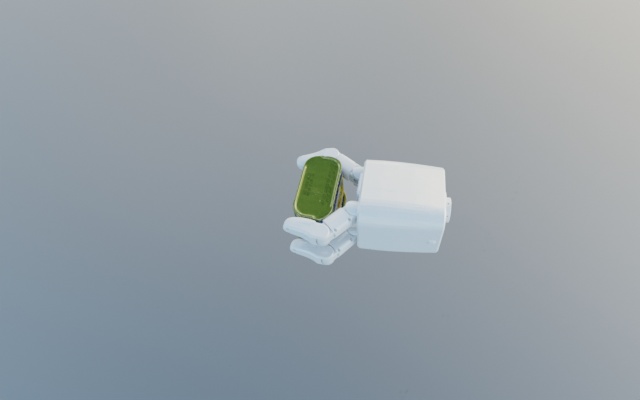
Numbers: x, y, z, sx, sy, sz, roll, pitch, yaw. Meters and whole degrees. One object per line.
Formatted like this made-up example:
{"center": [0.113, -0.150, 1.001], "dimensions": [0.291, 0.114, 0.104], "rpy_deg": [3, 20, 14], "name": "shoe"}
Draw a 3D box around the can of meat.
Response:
{"center": [0.000, 0.002, 0.644], "dimensions": [0.057, 0.102, 0.084], "rpy_deg": [8, -29, 10], "name": "can of meat"}
